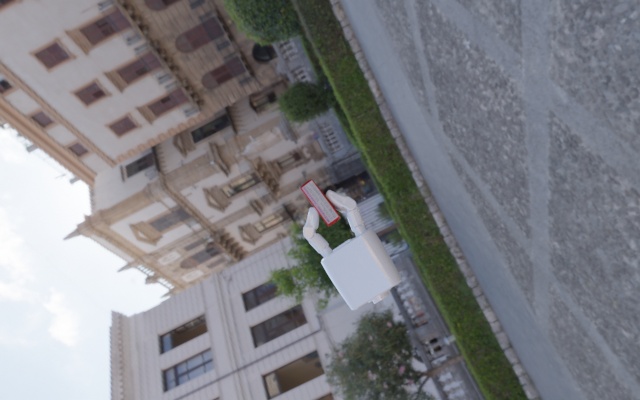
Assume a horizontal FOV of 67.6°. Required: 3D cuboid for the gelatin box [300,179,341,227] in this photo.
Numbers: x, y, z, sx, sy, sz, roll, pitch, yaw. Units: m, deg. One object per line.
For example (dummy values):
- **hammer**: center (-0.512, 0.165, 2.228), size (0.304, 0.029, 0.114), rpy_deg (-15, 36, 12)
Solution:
- **gelatin box**: center (0.000, 0.003, 0.876), size (0.030, 0.089, 0.073), rpy_deg (-37, 1, 1)
